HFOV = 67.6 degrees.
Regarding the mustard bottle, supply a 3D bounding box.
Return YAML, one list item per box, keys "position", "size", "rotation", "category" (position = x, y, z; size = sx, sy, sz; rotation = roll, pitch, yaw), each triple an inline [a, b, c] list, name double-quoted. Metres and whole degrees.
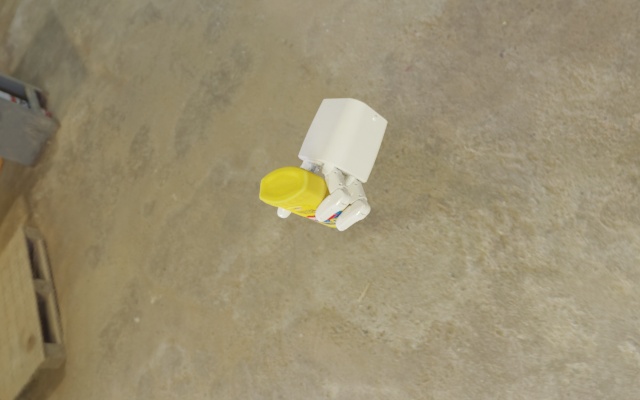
- position: [0.000, 0.003, 0.762]
  size: [0.096, 0.058, 0.192]
  rotation: [-11, -22, 36]
  category: "mustard bottle"
